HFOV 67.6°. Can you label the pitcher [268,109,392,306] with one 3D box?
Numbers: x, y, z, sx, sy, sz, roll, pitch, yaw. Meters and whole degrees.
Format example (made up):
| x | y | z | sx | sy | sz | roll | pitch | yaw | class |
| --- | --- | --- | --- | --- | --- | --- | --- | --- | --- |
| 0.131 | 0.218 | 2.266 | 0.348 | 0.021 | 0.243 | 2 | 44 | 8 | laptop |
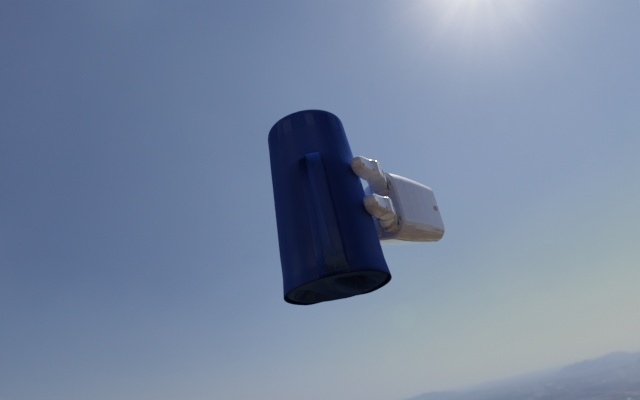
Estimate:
| x | y | z | sx | sy | sz | roll | pitch | yaw | class |
| --- | --- | --- | --- | --- | --- | --- | --- | --- | --- |
| 0.000 | 0.002 | 0.616 | 0.145 | 0.242 | 0.149 | 10 | -32 | -41 | pitcher |
